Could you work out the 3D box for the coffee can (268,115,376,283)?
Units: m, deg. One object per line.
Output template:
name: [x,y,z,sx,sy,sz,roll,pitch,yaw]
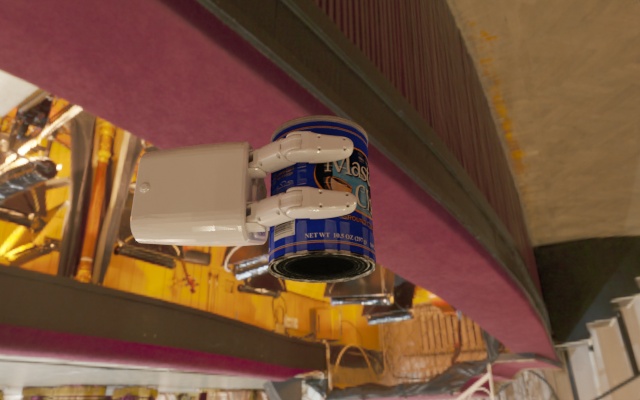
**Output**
coffee can: [0.000,0.001,0.477,0.103,0.140,0.103,-1,-24,0]
